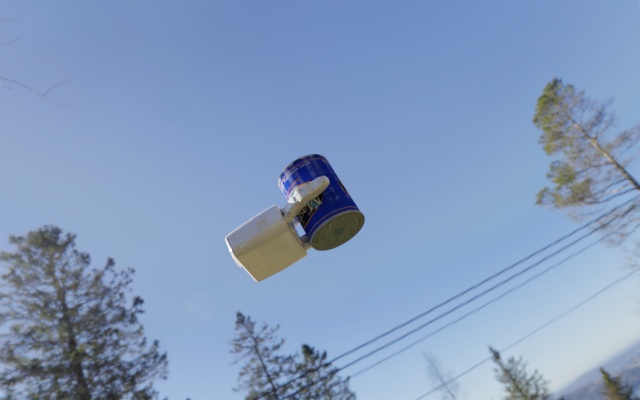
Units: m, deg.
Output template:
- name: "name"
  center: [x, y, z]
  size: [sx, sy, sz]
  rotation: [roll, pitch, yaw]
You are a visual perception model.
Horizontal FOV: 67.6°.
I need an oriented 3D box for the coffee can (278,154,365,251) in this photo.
- name: "coffee can"
  center: [0.000, 0.003, 0.843]
  size: [0.103, 0.140, 0.103]
  rotation: [-23, -31, -15]
